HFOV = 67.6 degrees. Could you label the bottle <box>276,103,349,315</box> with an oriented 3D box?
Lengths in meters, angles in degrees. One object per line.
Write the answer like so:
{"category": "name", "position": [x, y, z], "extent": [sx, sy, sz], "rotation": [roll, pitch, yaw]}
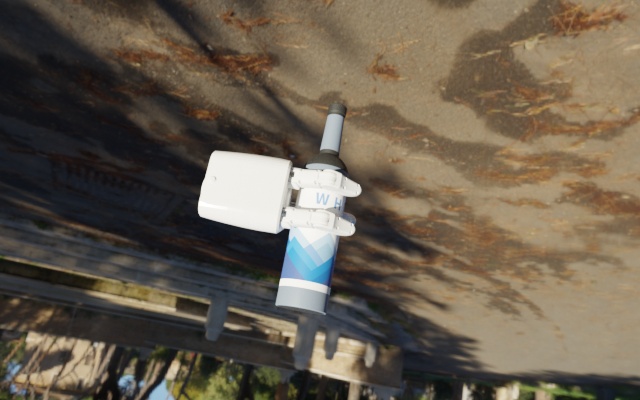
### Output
{"category": "bottle", "position": [0.000, 0.002, 0.656], "extent": [0.069, 0.295, 0.069], "rotation": [9, -17, 3]}
